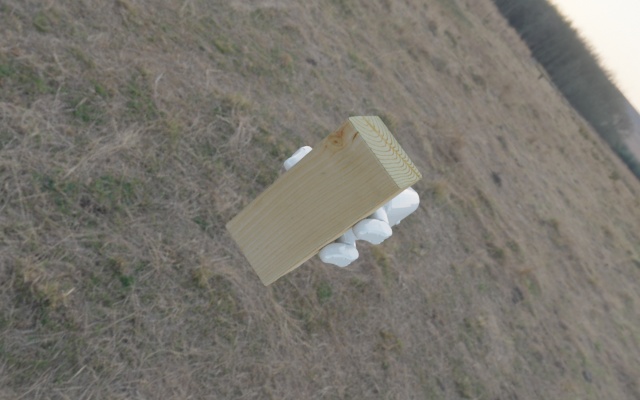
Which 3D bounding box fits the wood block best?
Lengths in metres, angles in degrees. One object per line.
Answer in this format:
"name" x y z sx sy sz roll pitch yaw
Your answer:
"wood block" 0.000 0.001 0.555 0.206 0.091 0.090 -39 -8 28
